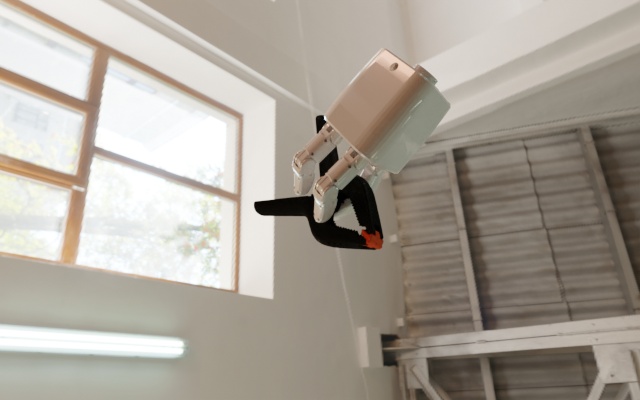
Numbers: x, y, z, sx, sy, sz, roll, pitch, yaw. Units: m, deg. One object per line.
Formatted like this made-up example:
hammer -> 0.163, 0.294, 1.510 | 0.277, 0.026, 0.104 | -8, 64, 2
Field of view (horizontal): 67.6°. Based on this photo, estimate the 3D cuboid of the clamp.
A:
clamp -> 0.001, 0.002, 0.607 | 0.036, 0.164, 0.210 | 28, 18, -47
